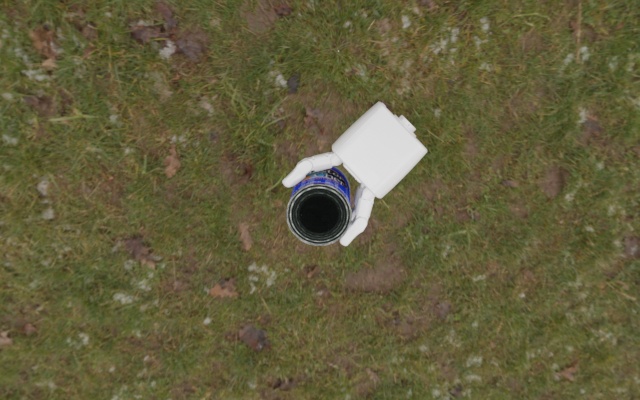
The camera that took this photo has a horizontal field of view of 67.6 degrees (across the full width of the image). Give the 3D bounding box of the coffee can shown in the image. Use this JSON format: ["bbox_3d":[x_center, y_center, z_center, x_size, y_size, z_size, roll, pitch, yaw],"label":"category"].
[{"bbox_3d":[0.000,0.003,0.803,0.103,0.103,0.140,0,17,2],"label":"coffee can"}]
